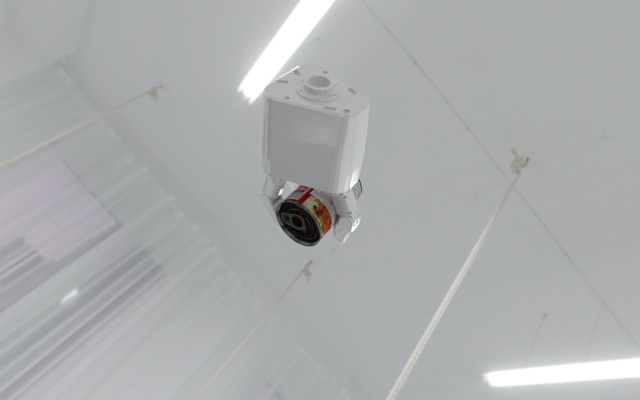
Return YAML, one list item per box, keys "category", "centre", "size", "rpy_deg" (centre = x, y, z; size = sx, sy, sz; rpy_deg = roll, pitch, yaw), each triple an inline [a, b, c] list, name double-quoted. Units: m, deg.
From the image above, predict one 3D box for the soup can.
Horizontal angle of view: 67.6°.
- category: "soup can"
  centre: [0.000, 0.002, 0.616]
  size: [0.068, 0.068, 0.102]
  rpy_deg: [0, 33, 42]
